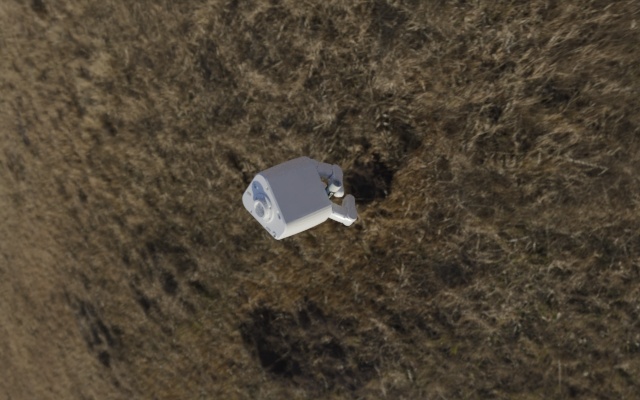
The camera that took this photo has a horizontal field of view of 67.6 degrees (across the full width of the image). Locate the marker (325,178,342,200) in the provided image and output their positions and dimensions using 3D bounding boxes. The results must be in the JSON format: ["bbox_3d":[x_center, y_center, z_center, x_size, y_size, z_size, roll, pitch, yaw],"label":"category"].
[{"bbox_3d":[0.000,0.003,0.845,0.020,0.020,0.121,0,-33,-33],"label":"marker"}]
